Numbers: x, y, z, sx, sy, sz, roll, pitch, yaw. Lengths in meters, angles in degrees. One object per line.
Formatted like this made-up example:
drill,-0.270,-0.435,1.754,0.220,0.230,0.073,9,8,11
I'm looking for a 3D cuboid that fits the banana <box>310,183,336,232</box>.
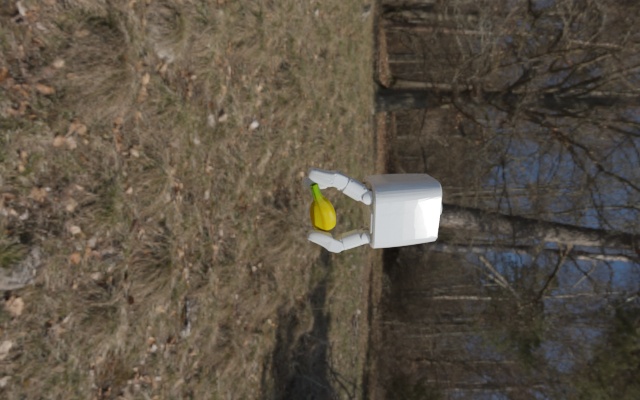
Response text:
banana,0.003,0.020,0.797,0.037,0.069,0.198,-7,-9,-4
